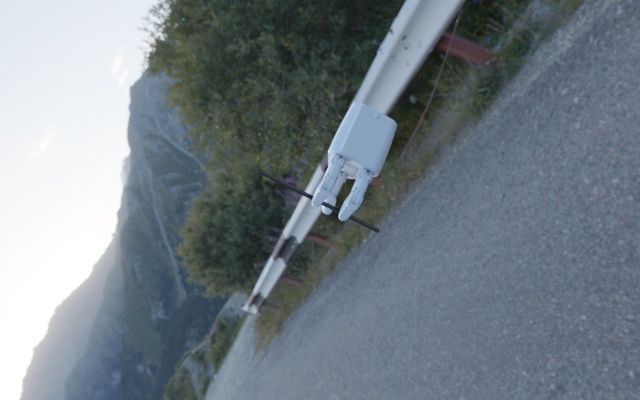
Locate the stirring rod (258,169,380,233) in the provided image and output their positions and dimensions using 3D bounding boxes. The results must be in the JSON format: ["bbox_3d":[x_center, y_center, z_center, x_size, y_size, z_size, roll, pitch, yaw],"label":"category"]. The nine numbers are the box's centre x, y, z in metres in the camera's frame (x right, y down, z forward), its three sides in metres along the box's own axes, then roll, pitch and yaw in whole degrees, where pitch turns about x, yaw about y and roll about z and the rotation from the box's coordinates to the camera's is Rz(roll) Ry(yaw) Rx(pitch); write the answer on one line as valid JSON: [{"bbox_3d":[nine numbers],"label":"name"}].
[{"bbox_3d":[0.000,0.003,0.848,0.239,0.011,0.011,27,-5,-10],"label":"stirring rod"}]
